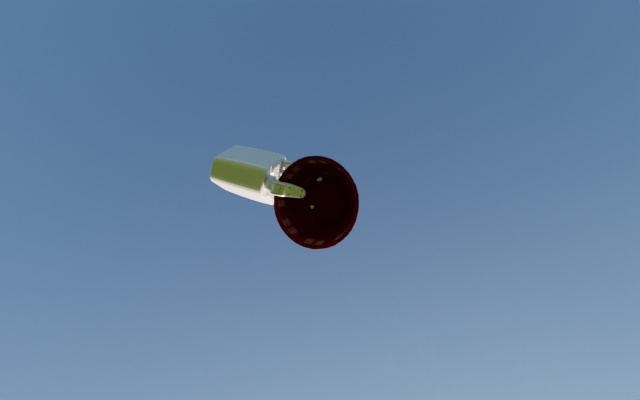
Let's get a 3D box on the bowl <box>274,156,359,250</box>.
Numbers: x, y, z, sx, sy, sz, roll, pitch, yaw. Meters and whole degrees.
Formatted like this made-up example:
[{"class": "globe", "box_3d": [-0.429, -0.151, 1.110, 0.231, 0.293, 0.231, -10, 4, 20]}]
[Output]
[{"class": "bowl", "box_3d": [0.001, 0.003, 0.842, 0.162, 0.162, 0.055, 0, 3, 24]}]
